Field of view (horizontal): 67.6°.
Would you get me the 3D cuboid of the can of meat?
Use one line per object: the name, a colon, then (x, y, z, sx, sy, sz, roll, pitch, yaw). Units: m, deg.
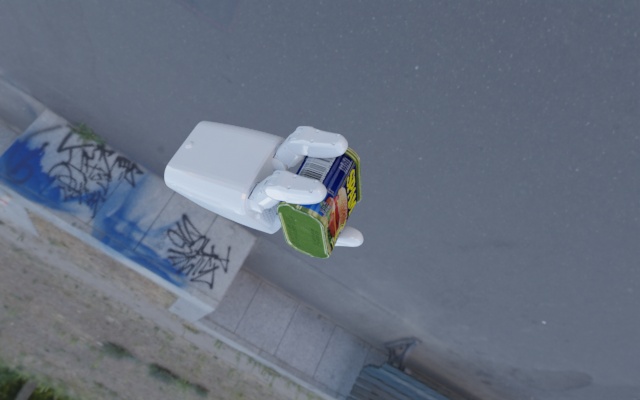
can of meat: (0.000, 0.002, 0.494, 0.057, 0.084, 0.102, 19, -28, 17)
